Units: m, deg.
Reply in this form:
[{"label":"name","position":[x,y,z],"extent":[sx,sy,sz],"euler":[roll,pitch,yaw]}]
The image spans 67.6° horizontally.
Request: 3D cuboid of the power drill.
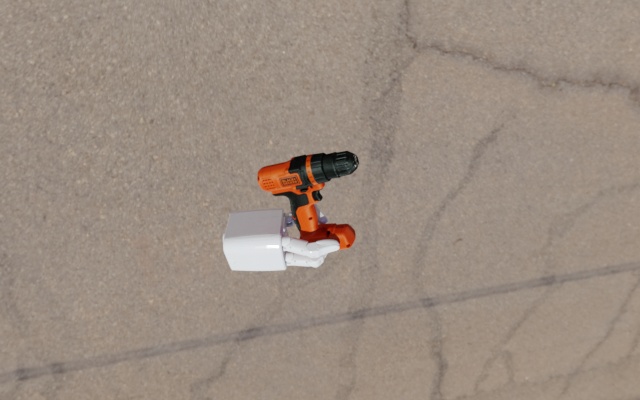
[{"label":"power drill","position":[0.000,0.003,0.848],"extent":[0.184,0.188,0.057],"euler":[-9,31,23]}]
